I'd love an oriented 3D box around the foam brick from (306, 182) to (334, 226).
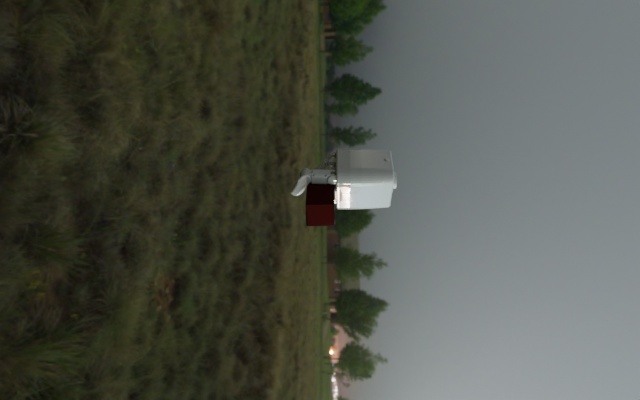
[{"bbox_3d":[0.000,0.003,0.880,0.051,0.053,0.078,0,40,2],"label":"foam brick"}]
